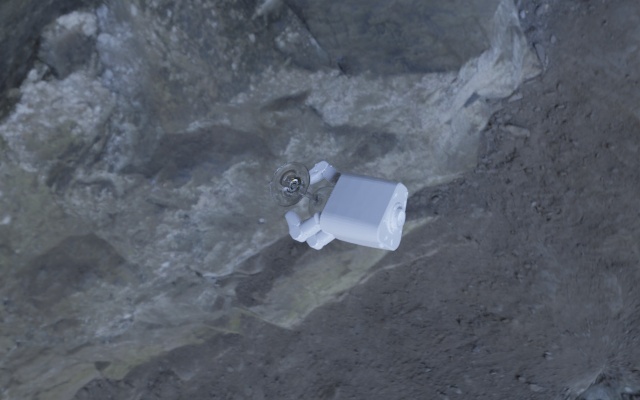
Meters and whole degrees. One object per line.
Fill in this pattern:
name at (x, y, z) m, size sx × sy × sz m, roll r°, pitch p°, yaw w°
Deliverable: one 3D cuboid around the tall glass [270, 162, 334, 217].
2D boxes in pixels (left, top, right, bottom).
tall glass at (0.000, 0.002, 0.832) m, size 0.079 × 0.079 × 0.201 m, roll 0°, pitch -17°, yaw 30°
